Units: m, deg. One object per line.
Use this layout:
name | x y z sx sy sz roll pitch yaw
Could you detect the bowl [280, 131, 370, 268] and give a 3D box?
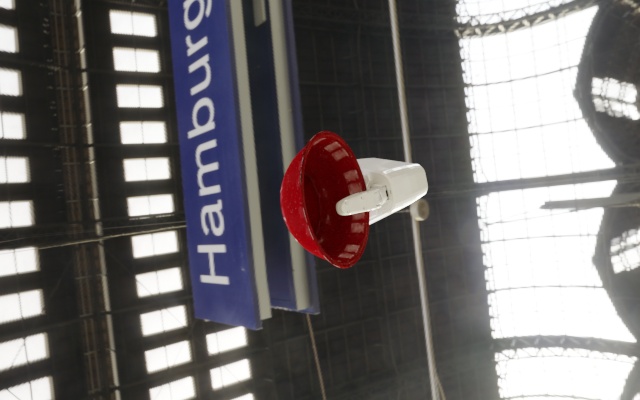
bowl | -0.001 0.002 0.571 0.055 0.162 0.162 -10 -5 30
